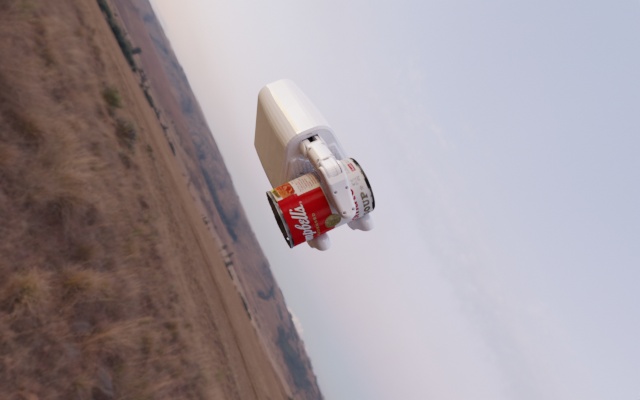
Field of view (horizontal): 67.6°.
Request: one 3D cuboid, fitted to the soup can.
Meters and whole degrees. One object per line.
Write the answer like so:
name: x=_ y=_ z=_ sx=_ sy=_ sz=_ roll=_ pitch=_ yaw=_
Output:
soup can: x=0.001 y=0.002 z=0.525 sx=0.102 sy=0.068 sz=0.068 roll=-23 pitch=4 yaw=-11
